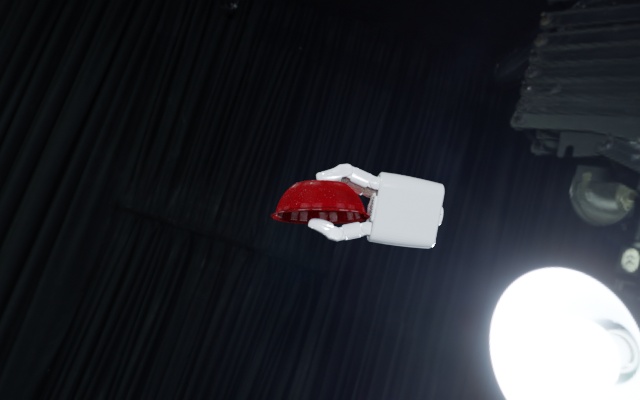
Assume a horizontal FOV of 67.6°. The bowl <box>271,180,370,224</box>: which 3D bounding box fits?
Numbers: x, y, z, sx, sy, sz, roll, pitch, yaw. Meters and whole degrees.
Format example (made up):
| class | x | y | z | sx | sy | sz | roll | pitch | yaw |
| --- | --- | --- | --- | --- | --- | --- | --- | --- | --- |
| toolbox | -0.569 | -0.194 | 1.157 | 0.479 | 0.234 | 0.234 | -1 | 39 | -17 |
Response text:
| class | x | y | z | sx | sy | sz | roll | pitch | yaw |
| --- | --- | --- | --- | --- | --- | --- | --- | --- | --- |
| bowl | -0.001 | 0.002 | 0.782 | 0.162 | 0.055 | 0.162 | 0 | -10 | 0 |
